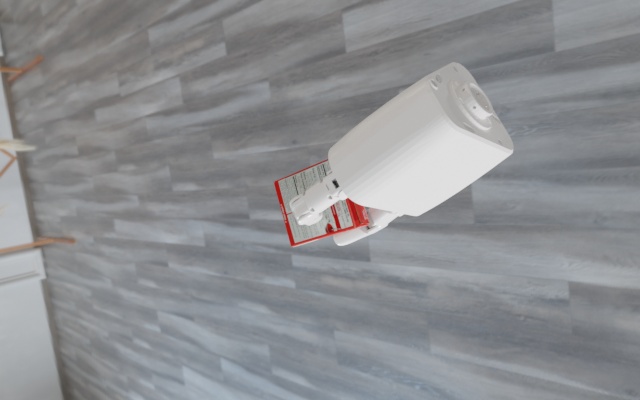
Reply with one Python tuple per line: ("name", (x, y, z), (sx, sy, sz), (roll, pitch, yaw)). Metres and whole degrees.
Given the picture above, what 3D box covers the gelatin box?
("gelatin box", (0.000, 0.002, 0.490), (0.089, 0.073, 0.030), (-20, -6, 36))
